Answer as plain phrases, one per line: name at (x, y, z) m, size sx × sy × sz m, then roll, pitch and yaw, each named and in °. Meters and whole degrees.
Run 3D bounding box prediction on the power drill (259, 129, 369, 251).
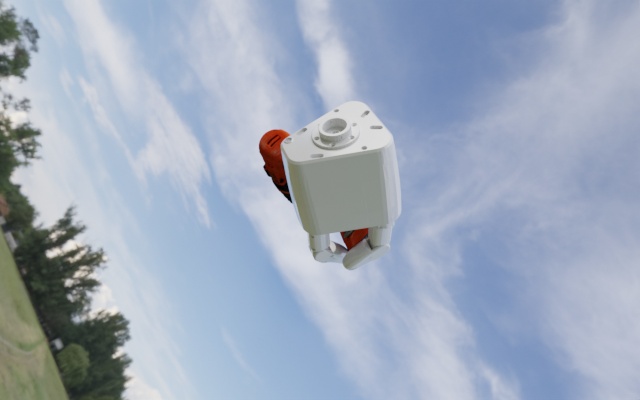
power drill at (0.000, 0.002, 0.654) m, size 0.187 × 0.057 × 0.184 m, roll 40°, pitch -10°, yaw 21°
